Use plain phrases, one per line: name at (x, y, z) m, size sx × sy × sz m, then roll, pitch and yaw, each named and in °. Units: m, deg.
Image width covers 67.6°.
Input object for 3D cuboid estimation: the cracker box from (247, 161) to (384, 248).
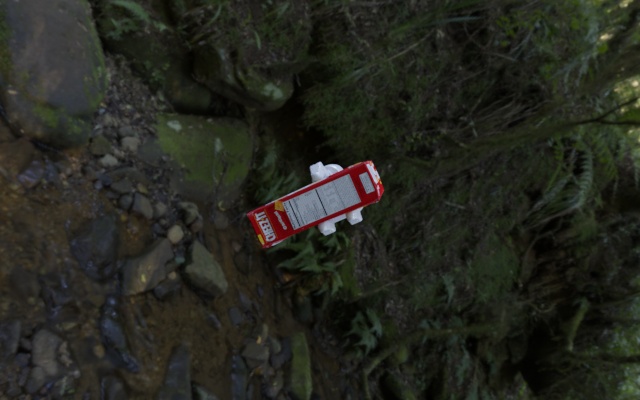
cracker box at (0.000, 0.002, 0.835) m, size 0.214 × 0.072 × 0.164 m, roll -24°, pitch 2°, yaw 11°
